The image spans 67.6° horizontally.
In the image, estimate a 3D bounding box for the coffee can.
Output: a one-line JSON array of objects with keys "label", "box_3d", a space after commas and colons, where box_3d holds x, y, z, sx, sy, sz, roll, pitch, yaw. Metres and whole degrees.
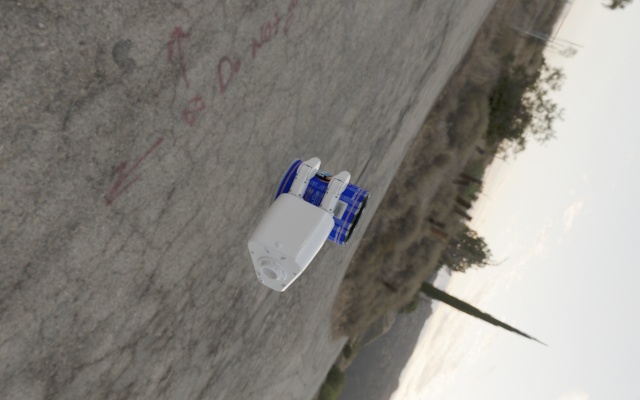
[{"label": "coffee can", "box_3d": [0.000, 0.003, 0.810, 0.140, 0.103, 0.103, 25, 5, 10]}]
